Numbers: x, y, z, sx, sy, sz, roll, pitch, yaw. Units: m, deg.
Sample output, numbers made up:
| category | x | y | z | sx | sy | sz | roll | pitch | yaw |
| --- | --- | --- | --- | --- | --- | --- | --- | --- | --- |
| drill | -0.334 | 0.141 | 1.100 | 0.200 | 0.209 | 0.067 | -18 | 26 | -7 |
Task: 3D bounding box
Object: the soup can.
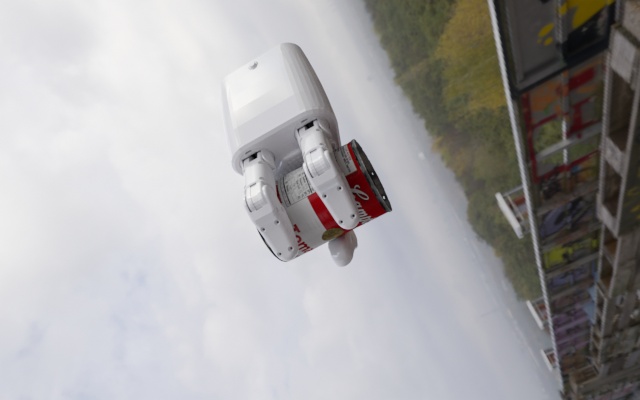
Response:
| category | x | y | z | sx | sy | sz | roll | pitch | yaw |
| --- | --- | --- | --- | --- | --- | --- | --- | --- | --- |
| soup can | 0.000 | 0.002 | 0.406 | 0.102 | 0.068 | 0.068 | -27 | -6 | 12 |
